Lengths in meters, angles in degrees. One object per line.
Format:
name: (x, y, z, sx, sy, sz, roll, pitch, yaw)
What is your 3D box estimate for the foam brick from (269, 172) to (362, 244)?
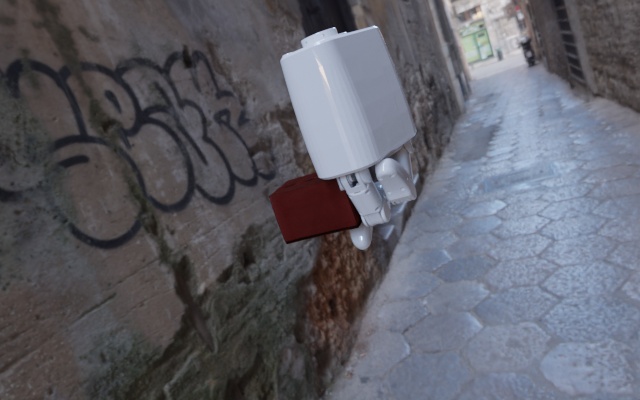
foam brick: (0.000, 0.002, 0.459, 0.078, 0.051, 0.053, -15, 15, 23)
